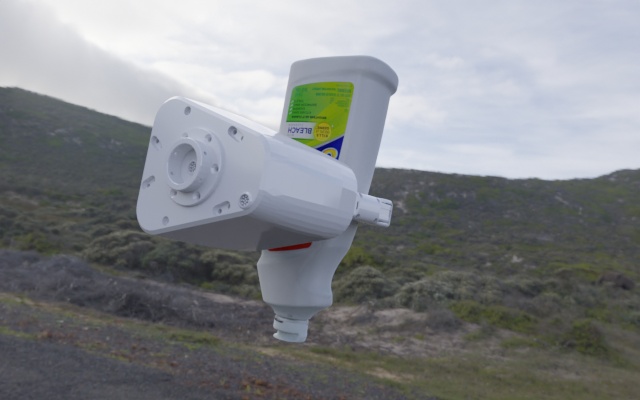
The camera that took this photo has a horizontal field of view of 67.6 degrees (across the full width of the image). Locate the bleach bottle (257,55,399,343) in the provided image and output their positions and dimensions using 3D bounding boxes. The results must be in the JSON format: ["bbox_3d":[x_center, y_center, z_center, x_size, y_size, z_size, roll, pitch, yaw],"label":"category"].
[{"bbox_3d":[0.000,0.001,0.433,0.102,0.251,0.068,7,-5,32],"label":"bleach bottle"}]
